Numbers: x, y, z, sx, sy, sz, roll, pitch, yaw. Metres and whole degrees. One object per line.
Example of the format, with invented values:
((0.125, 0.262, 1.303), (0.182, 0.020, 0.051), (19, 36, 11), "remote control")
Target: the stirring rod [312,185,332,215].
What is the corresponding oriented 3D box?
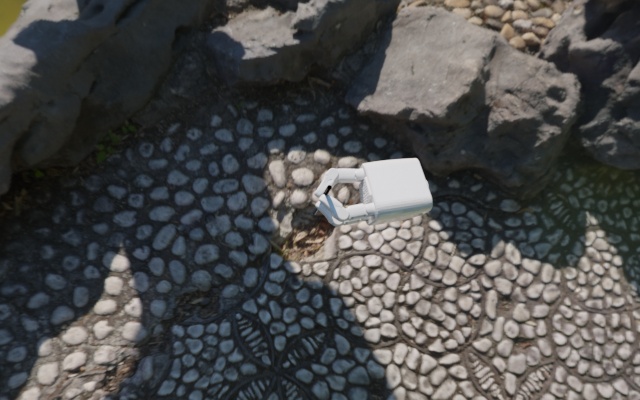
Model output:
((0.000, 0.003, 0.899), (0.011, 0.011, 0.239), (0, -12, -7), "stirring rod")
